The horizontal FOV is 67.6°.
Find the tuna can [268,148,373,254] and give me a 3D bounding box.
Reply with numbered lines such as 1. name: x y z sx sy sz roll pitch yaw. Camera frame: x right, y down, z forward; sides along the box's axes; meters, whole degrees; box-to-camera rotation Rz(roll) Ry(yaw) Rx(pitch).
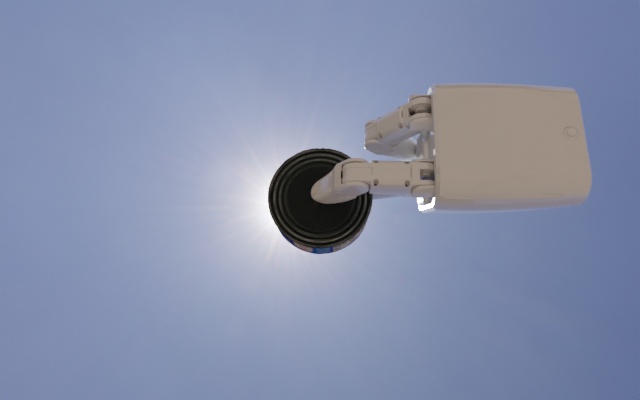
1. tuna can: 0.000 0.001 0.404 0.086 0.086 0.034 0 -17 2
